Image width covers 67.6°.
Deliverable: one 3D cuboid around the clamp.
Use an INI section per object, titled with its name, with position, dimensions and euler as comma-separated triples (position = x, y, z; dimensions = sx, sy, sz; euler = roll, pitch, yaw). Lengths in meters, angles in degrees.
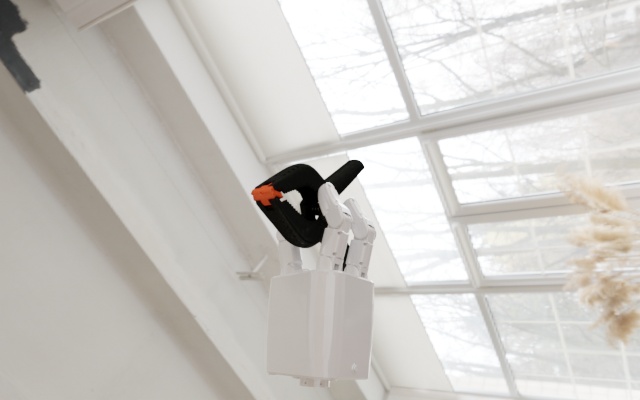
[clamp]
position = -0.001, 0.002, 0.563
dimensions = 0.036, 0.164, 0.210
euler = -9, -22, 33
